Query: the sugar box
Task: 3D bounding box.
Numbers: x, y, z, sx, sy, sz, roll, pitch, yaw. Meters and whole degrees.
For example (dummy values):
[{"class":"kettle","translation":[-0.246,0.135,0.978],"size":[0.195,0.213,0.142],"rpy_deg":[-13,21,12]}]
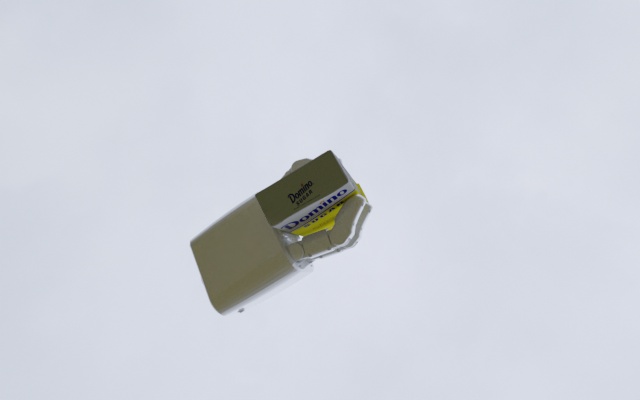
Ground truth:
[{"class":"sugar box","translation":[0.000,0.002,0.553],"size":[0.093,0.048,0.176],"rpy_deg":[-30,-12,8]}]
